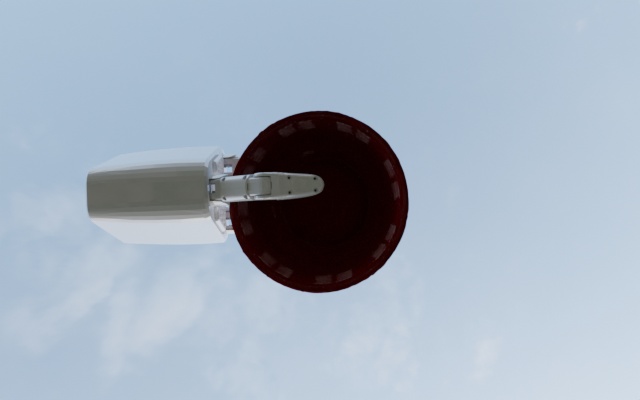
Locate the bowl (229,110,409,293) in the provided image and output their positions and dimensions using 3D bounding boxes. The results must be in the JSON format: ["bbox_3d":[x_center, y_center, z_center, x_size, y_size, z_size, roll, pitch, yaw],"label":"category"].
[{"bbox_3d":[0.001,0.002,0.446,0.162,0.162,0.055,0,-1,9],"label":"bowl"}]
